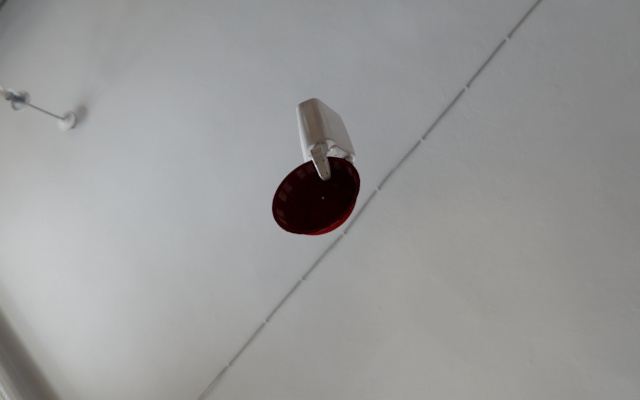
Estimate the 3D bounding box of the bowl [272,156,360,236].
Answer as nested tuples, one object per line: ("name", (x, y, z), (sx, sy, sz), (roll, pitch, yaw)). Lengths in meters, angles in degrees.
("bowl", (0.000, 0.004, 0.816), (0.162, 0.162, 0.055), (0, -36, 29))
